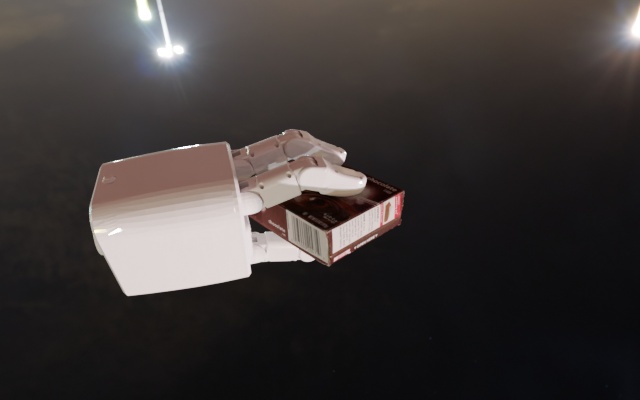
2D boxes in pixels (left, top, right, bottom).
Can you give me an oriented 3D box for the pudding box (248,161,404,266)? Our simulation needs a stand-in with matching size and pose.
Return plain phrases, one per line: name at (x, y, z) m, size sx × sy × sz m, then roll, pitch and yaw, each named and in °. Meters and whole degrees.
pudding box at (0.000, 0.002, 0.412) m, size 0.090 × 0.039 × 0.113 m, roll -26°, pitch 41°, yaw -35°
